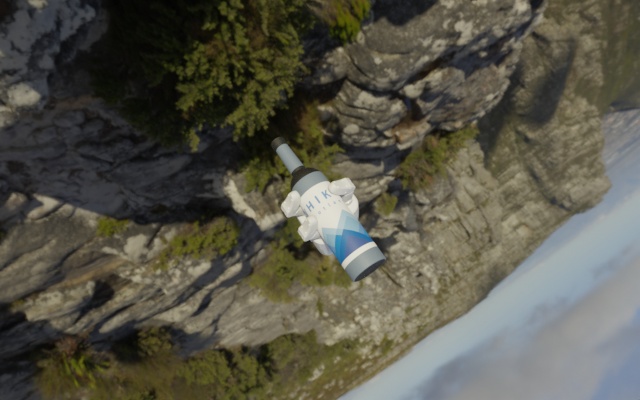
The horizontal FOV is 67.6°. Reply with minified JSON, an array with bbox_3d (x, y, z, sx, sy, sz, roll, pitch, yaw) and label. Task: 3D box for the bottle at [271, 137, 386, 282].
[{"bbox_3d":[0.000,0.003,0.833,0.069,0.295,0.069,-31,-21,-13],"label":"bottle"}]
